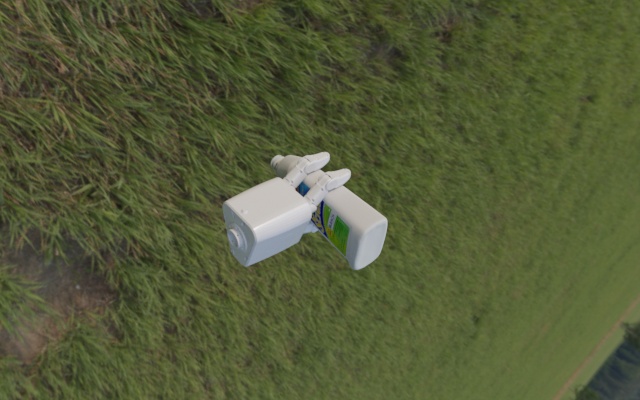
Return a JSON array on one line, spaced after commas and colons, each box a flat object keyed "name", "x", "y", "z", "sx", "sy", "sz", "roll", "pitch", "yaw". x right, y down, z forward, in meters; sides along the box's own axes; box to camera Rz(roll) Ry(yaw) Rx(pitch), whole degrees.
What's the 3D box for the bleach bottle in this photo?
[{"name": "bleach bottle", "x": 0.000, "y": 0.003, "z": 0.819, "sx": 0.068, "sy": 0.103, "sz": 0.250, "roll": -26, "pitch": 51, "yaw": -33}]
